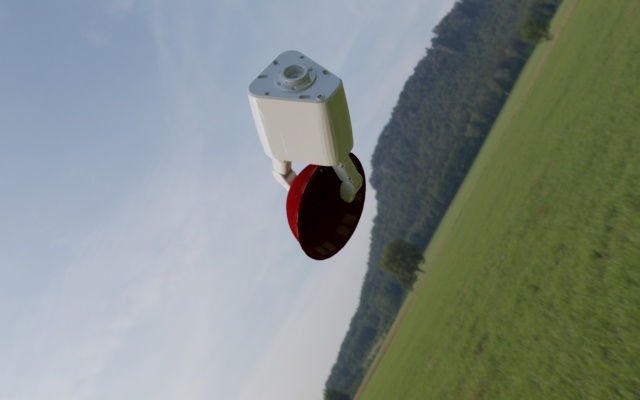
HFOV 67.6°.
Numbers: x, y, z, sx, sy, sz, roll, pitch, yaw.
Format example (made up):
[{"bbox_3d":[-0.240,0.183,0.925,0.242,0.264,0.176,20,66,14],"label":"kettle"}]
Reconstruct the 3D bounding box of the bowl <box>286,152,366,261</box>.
[{"bbox_3d":[0.000,0.003,0.694,0.055,0.162,0.162,17,10,35],"label":"bowl"}]
